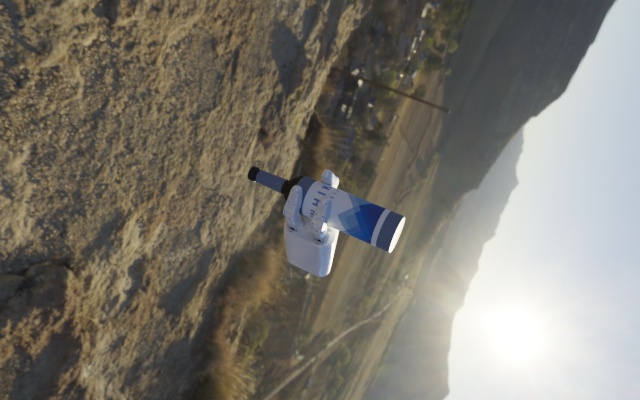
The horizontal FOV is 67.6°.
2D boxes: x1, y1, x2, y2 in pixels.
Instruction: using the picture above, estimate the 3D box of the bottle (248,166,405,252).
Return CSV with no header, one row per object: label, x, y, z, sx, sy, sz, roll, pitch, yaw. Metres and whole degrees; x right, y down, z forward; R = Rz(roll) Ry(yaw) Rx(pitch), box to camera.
bottle,0.000,0.003,0.848,0.295,0.069,0.069,23,7,18
